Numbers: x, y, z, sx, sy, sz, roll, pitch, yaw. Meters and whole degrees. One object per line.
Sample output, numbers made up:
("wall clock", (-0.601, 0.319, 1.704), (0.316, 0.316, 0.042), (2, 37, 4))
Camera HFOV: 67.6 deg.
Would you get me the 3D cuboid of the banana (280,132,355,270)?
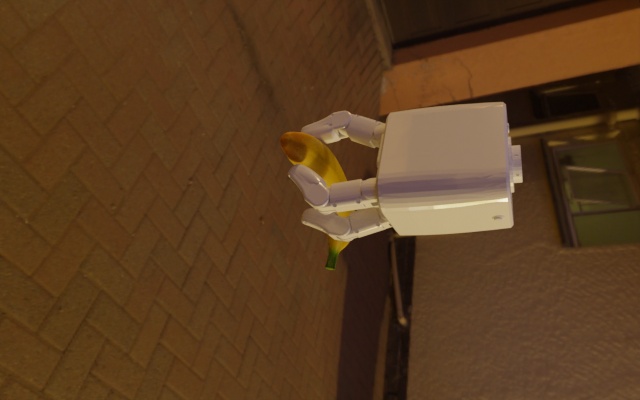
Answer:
("banana", (0.006, -0.009, 0.527), (0.037, 0.198, 0.069), (1, 44, 24))
